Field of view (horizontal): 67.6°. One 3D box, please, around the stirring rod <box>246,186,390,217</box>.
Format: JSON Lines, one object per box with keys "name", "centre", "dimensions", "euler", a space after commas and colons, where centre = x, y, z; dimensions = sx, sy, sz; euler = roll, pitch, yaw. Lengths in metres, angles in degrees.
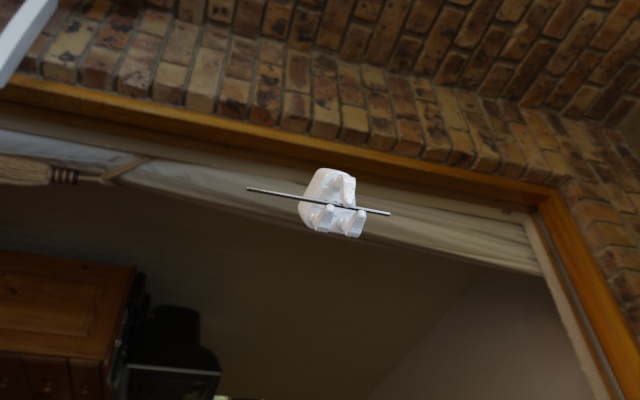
{"name": "stirring rod", "centre": [0.000, 0.002, 0.773], "dimensions": [0.239, 0.011, 0.011], "euler": [10, -2, -13]}
